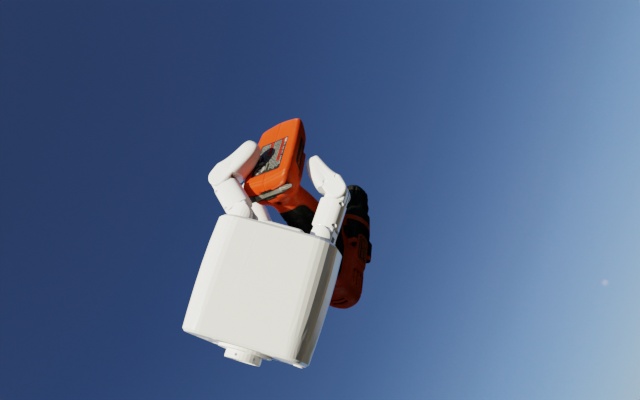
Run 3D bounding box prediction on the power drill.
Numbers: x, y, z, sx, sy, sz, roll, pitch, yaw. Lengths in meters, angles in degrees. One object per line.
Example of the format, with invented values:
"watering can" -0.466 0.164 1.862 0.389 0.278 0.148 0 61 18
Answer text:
"power drill" 0.000 0.002 0.543 0.057 0.184 0.188 -21 -54 25
